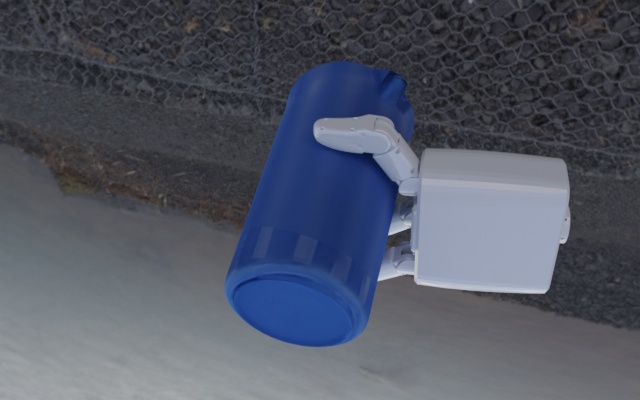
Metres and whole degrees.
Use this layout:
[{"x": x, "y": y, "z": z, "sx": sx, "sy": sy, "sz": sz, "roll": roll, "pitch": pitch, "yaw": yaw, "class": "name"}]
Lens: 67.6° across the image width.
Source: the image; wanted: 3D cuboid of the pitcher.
[{"x": 0.000, "y": 0.001, "z": 0.427, "sx": 0.145, "sy": 0.242, "sz": 0.149, "roll": 3, "pitch": -44, "yaw": 15, "class": "pitcher"}]
